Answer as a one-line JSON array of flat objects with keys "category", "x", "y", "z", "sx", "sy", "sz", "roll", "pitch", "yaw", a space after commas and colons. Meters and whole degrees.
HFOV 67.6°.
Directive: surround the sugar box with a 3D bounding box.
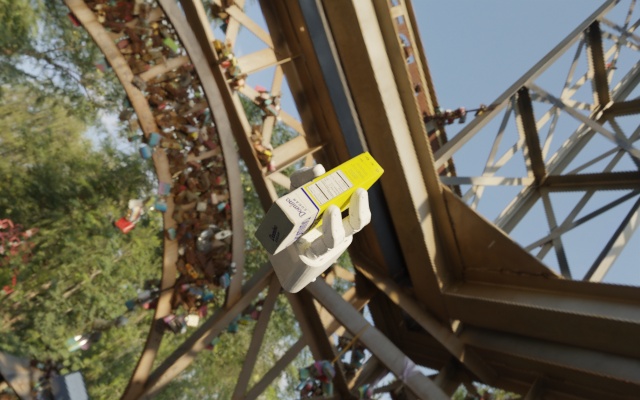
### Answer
[{"category": "sugar box", "x": 0.000, "y": 0.003, "z": 0.646, "sx": 0.176, "sy": 0.048, "sz": 0.093, "roll": -34, "pitch": -12, "yaw": -38}]
